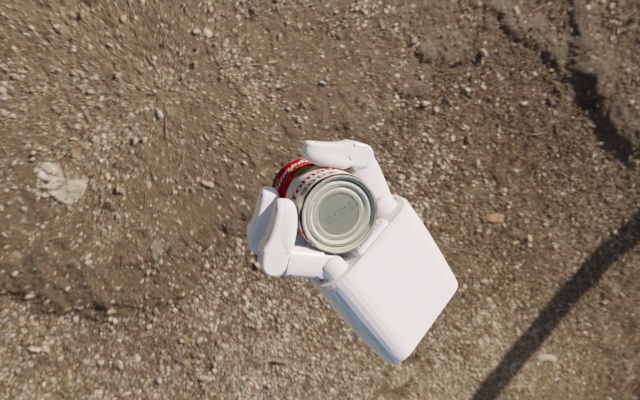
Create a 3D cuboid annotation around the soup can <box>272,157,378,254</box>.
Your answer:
[{"bbox_3d":[0.000,0.001,0.424,0.068,0.068,0.102,0,12,-19],"label":"soup can"}]
